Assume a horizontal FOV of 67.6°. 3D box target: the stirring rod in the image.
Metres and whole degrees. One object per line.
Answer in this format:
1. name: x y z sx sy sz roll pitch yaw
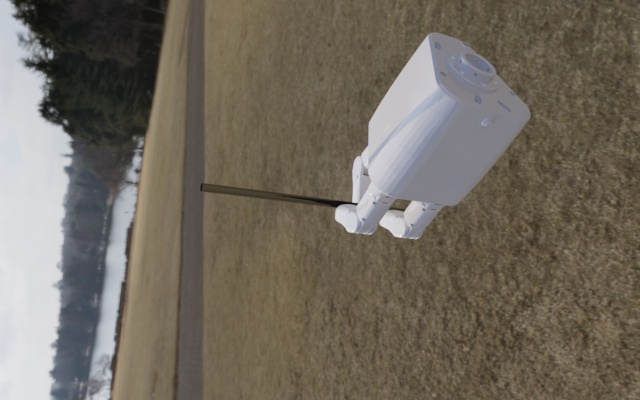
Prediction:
1. stirring rod: 0.000 0.002 0.485 0.239 0.011 0.011 7 -3 -25
